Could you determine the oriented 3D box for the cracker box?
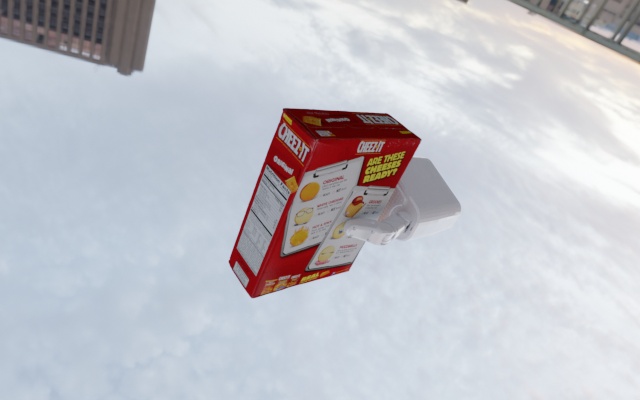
[{"bbox_3d":[0.000,0.002,0.557,0.164,0.214,0.072,-7,42,-42],"label":"cracker box"}]
